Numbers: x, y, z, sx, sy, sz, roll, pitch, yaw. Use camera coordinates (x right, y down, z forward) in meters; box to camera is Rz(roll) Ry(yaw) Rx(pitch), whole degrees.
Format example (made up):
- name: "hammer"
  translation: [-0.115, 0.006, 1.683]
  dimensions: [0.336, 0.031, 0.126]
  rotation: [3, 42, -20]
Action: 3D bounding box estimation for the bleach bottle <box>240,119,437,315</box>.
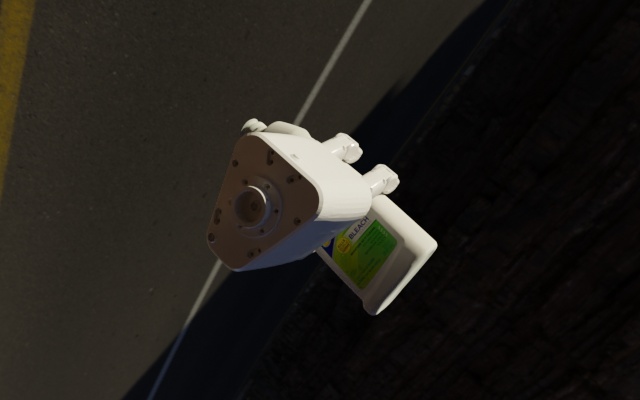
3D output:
- name: "bleach bottle"
  translation: [0.000, 0.002, 0.525]
  dimensions: [0.250, 0.102, 0.068]
  rotation: [42, 18, 18]
